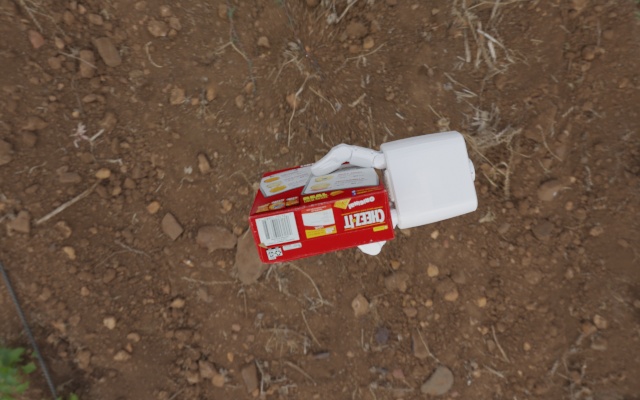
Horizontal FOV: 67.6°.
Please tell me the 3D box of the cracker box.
[{"bbox_3d":[0.000,0.002,0.650,0.164,0.072,0.213,-12,17,2],"label":"cracker box"}]
